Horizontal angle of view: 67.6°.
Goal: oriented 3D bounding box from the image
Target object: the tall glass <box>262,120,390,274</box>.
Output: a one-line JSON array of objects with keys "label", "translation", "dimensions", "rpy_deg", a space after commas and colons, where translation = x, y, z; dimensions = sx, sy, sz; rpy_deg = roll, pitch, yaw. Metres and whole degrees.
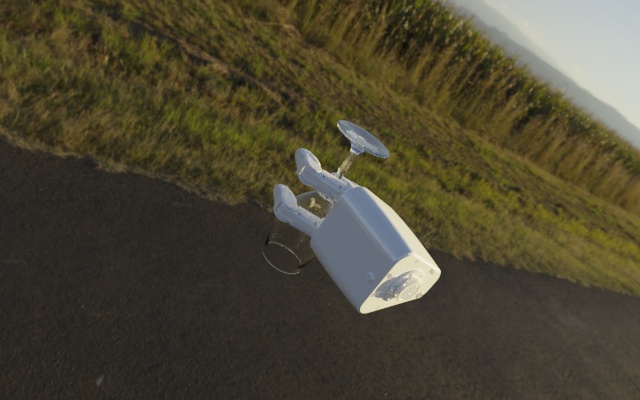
[{"label": "tall glass", "translation": [0.000, 0.001, 0.605], "dimensions": [0.079, 0.201, 0.079], "rpy_deg": [28, 24, -14]}]
